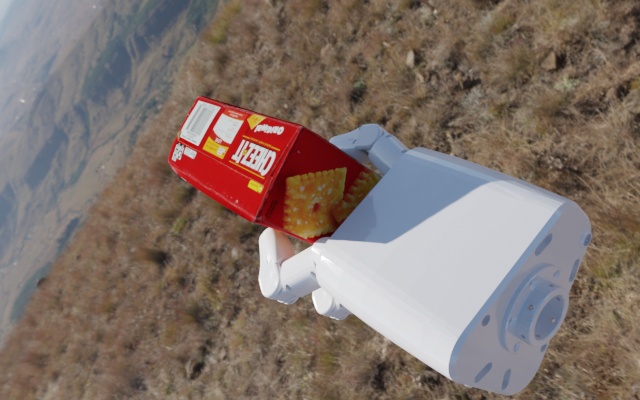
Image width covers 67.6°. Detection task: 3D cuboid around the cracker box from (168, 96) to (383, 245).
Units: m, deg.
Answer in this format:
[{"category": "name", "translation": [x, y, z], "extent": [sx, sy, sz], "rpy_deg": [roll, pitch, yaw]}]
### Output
[{"category": "cracker box", "translation": [0.000, 0.001, 0.403], "extent": [0.214, 0.072, 0.164], "rpy_deg": [29, -2, -40]}]
